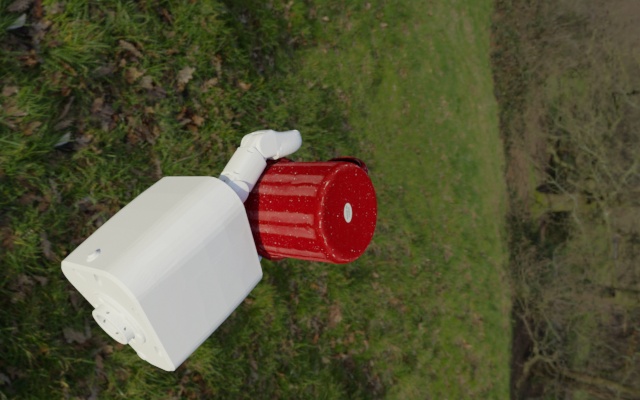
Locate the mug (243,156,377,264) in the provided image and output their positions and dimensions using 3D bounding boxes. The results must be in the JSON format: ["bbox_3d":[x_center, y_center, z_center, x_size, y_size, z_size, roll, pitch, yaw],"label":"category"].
[{"bbox_3d":[0.001,0.001,0.408,0.081,0.093,0.117,3,39,40],"label":"mug"}]
